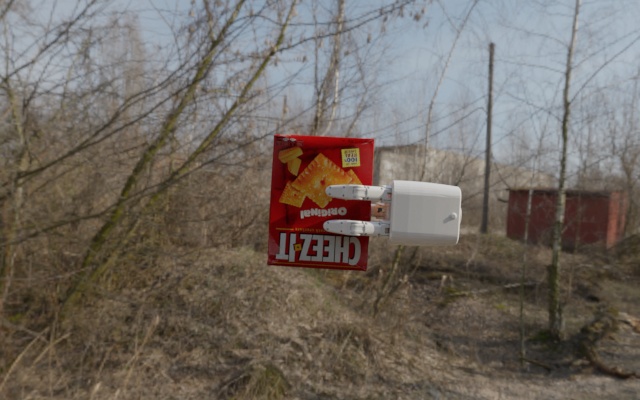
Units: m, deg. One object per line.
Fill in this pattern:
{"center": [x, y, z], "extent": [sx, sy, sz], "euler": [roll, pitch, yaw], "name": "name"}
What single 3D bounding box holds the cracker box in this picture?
{"center": [0.000, 0.002, 0.784], "extent": [0.164, 0.213, 0.072], "euler": [3, 0, 1], "name": "cracker box"}
